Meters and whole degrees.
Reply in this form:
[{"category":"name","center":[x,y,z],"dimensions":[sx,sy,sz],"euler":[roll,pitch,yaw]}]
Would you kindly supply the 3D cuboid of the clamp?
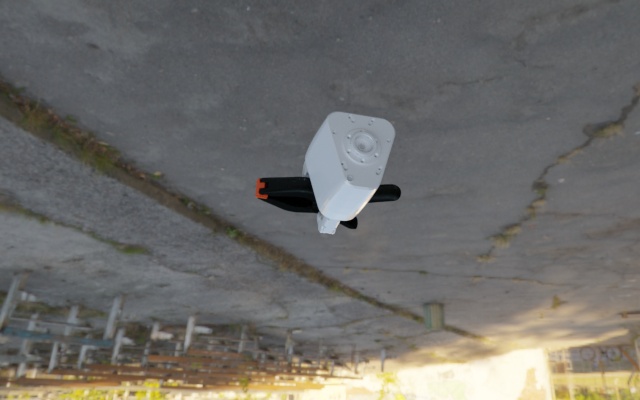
[{"category":"clamp","center":[0.000,0.003,0.754],"dimensions":[0.210,0.036,0.165],"euler":[7,-24,-12]}]
